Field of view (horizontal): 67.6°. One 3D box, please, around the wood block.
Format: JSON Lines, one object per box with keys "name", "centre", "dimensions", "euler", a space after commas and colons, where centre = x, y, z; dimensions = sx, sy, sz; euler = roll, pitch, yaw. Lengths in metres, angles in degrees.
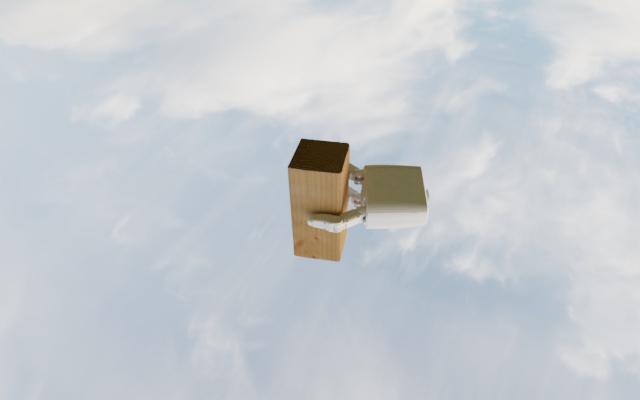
{"name": "wood block", "centre": [0.000, 0.003, 0.855], "dimensions": [0.090, 0.206, 0.090], "euler": [7, 41, 10]}
